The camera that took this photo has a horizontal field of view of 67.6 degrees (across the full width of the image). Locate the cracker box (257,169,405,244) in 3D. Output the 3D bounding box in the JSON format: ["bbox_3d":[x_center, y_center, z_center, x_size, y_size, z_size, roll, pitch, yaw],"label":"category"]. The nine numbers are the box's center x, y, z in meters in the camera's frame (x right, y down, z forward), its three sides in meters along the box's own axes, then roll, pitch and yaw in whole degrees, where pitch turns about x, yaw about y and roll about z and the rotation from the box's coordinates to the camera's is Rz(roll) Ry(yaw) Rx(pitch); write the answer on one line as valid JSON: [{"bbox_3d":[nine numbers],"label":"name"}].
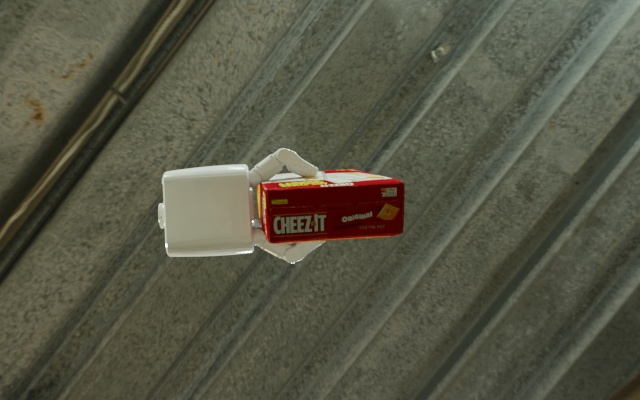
[{"bbox_3d":[0.000,0.002,0.646,0.164,0.072,0.213,-4,8,-10],"label":"cracker box"}]
